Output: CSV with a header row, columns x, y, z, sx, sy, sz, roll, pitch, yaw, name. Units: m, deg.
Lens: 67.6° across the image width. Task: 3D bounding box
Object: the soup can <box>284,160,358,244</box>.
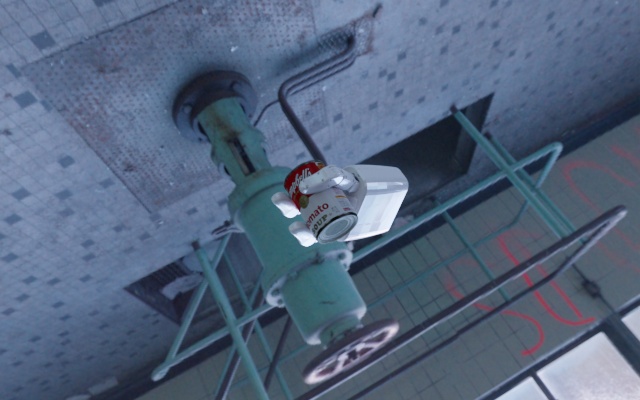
x,y,z,sx,sy,sz,roll,pitch,yaw,name
0.000,0.002,0.675,0.068,0.102,0.068,-25,-28,-14,soup can
